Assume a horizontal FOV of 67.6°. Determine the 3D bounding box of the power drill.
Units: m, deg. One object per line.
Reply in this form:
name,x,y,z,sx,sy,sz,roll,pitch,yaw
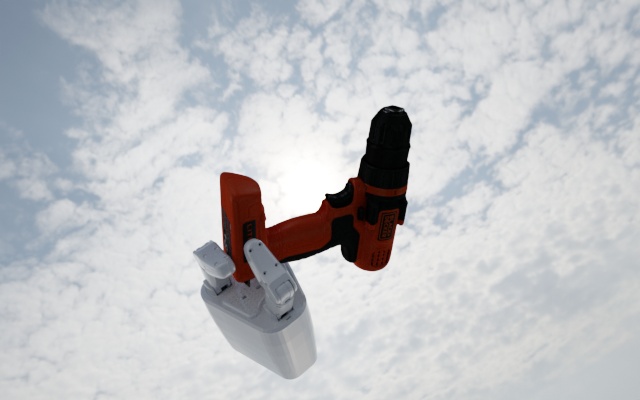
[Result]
power drill,0.000,0.002,0.465,0.187,0.184,0.057,-7,30,-21
